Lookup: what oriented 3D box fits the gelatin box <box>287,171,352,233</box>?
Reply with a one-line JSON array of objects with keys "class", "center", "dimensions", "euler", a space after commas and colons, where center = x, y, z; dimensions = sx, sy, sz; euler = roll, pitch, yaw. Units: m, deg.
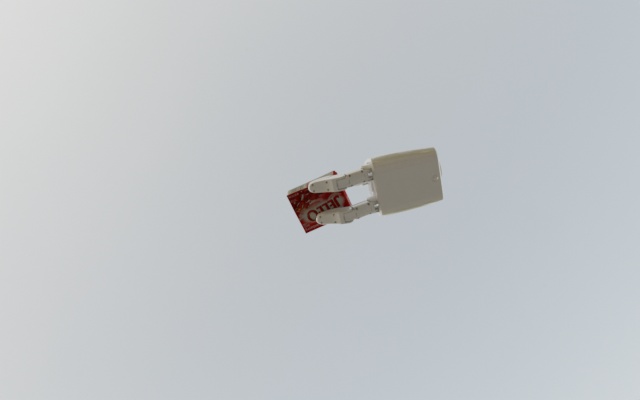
[{"class": "gelatin box", "center": [0.000, 0.003, 0.777], "dimensions": [0.089, 0.073, 0.030], "euler": [-23, 17, 10]}]
